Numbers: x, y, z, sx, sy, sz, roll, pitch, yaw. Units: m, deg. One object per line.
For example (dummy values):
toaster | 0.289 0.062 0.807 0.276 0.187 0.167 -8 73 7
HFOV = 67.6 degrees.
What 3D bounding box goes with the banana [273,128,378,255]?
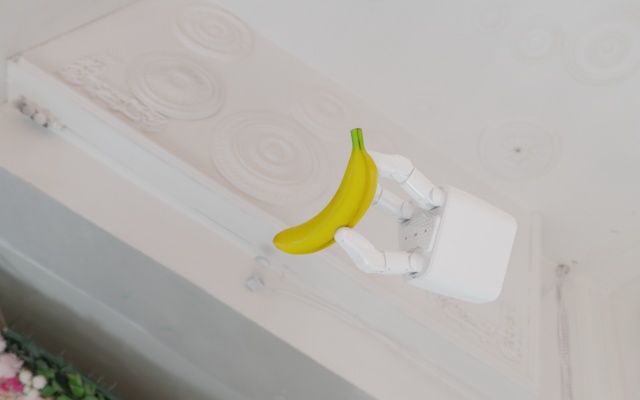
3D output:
banana | 0.008 0.014 0.528 0.037 0.069 0.198 6 -43 -37
